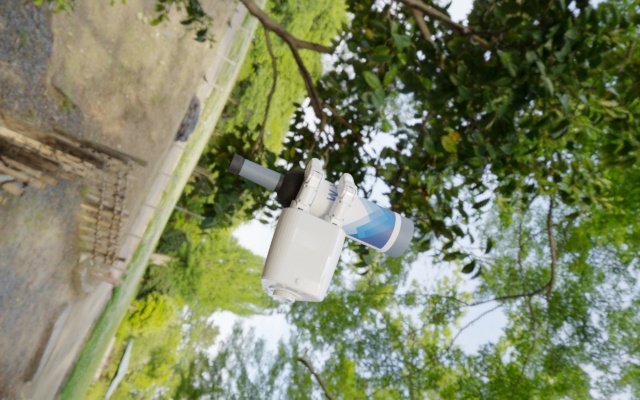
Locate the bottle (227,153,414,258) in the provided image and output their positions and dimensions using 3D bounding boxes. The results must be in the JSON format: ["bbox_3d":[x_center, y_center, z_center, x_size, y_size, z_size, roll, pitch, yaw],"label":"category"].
[{"bbox_3d":[0.000,0.002,0.726,0.296,0.069,0.069,24,-6,-14],"label":"bottle"}]
